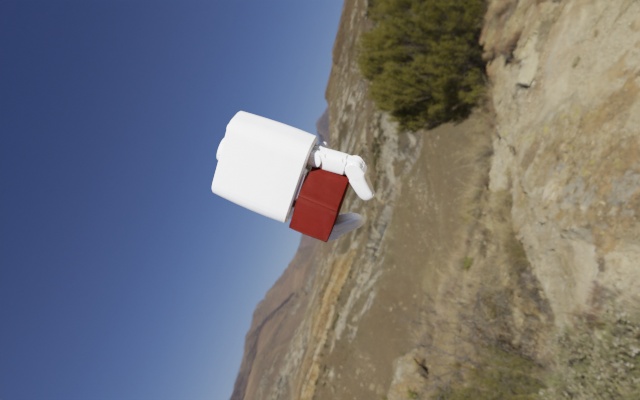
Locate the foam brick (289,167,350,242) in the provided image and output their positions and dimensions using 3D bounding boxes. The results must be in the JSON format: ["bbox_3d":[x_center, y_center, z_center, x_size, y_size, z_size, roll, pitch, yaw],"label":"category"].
[{"bbox_3d":[0.000,0.002,0.584,0.051,0.053,0.078,21,38,1],"label":"foam brick"}]
